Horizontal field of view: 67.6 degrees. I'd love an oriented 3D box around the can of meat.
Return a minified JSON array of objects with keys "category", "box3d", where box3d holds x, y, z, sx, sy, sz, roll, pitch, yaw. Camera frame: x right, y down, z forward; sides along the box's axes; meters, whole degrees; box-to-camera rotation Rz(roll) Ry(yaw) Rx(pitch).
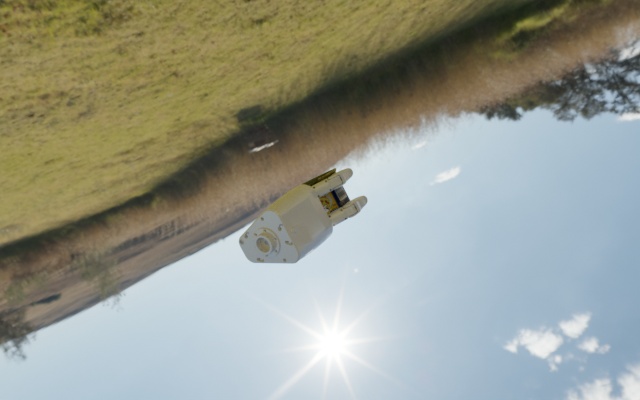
[{"category":"can of meat","box3d":[0.000,0.003,0.840,0.102,0.084,0.057,-25,7,30]}]
